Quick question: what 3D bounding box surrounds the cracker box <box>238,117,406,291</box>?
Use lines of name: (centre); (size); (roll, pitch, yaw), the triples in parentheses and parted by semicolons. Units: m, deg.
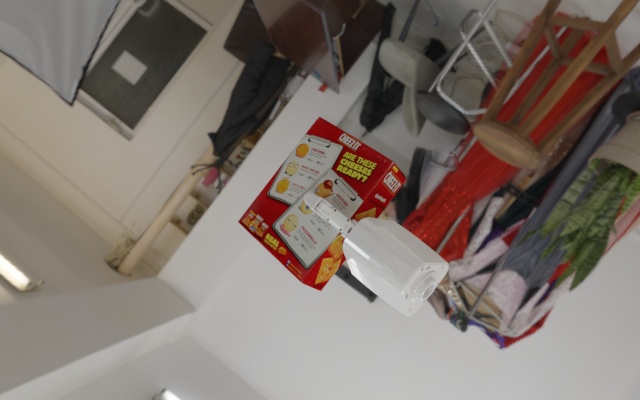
cracker box: (0.000, 0.002, 0.731); (0.164, 0.213, 0.072); (37, -1, 35)
